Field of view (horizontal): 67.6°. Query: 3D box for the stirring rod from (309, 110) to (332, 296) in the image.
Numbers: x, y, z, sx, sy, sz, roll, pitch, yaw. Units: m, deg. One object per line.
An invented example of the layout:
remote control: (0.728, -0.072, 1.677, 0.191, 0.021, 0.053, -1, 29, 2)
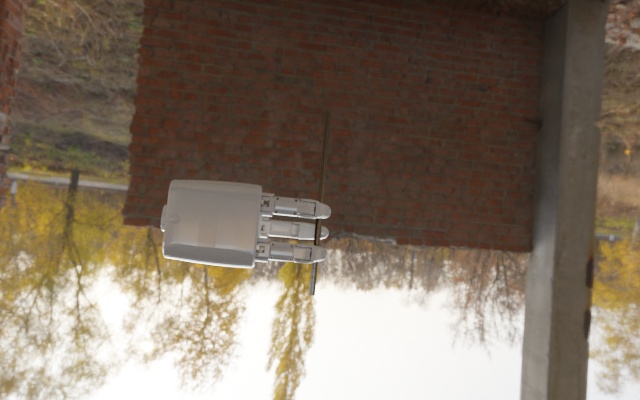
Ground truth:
stirring rod: (0.000, 0.002, 0.621, 0.011, 0.239, 0.011, 5, -4, 0)
